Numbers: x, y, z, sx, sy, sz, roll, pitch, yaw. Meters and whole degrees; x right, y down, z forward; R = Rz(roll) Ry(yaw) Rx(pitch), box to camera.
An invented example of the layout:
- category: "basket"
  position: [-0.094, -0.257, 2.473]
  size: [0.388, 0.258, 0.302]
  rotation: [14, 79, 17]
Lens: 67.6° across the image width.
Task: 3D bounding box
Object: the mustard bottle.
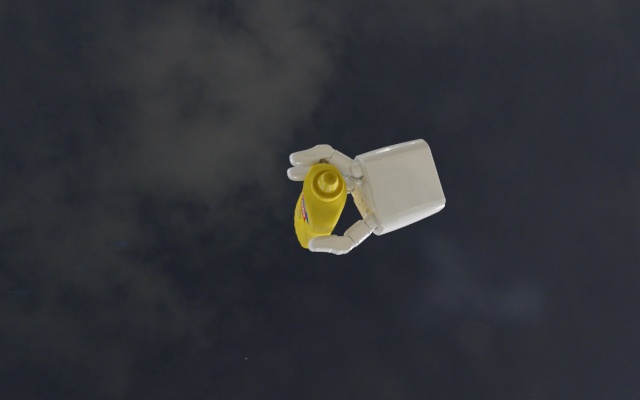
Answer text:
- category: "mustard bottle"
  position: [0.000, 0.002, 0.669]
  size: [0.058, 0.096, 0.192]
  rotation: [5, -19, -7]
